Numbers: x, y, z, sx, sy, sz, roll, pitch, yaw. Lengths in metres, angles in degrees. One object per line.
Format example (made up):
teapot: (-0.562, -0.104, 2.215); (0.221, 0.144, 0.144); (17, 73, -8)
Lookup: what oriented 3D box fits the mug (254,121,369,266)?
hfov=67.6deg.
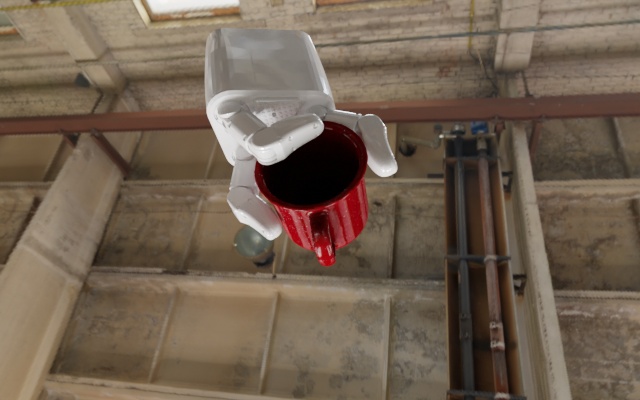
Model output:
mug: (0.000, 0.003, 0.408); (0.093, 0.117, 0.082); (-12, -36, 3)
